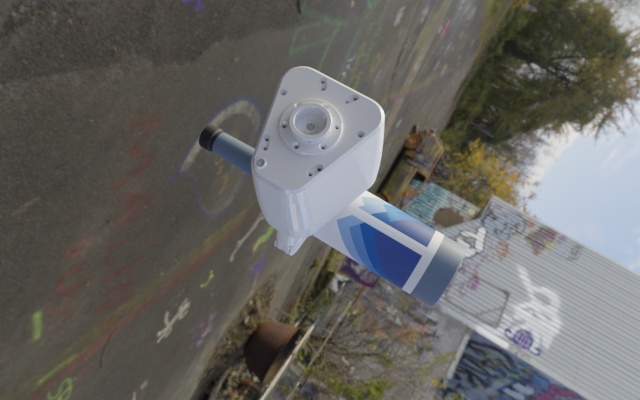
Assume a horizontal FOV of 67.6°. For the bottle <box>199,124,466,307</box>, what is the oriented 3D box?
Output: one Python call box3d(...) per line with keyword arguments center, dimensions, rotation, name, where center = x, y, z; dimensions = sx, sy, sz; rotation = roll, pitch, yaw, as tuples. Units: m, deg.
box3d(center=(0.000, 0.002, 0.491), dimensions=(0.295, 0.069, 0.069), rotation=(30, 7, 12), name="bottle")
